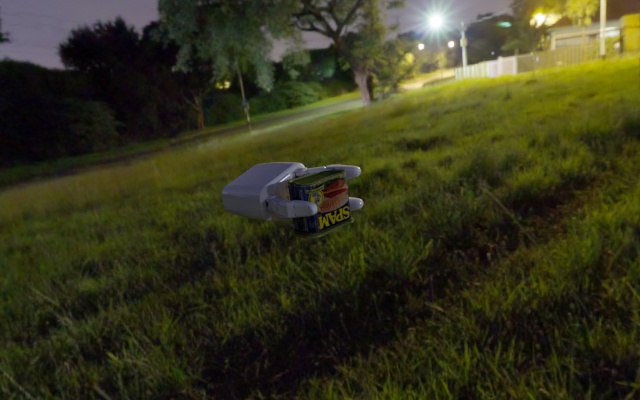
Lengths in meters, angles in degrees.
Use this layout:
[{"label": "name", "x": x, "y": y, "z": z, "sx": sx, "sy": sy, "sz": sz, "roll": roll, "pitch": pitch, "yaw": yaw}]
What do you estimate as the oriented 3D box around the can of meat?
[{"label": "can of meat", "x": 0.000, "y": 0.002, "z": 0.737, "sx": 0.057, "sy": 0.084, "sz": 0.102, "roll": 7, "pitch": 19, "yaw": 45}]
